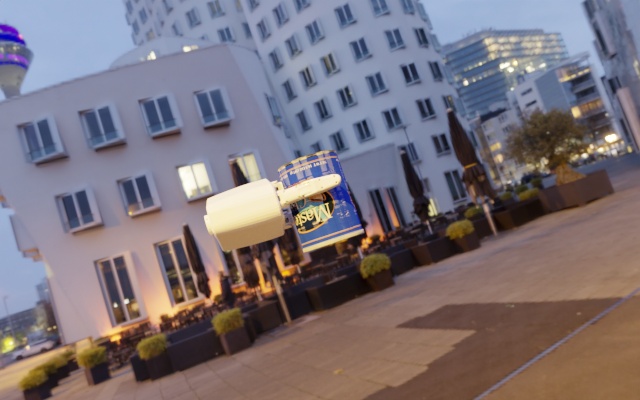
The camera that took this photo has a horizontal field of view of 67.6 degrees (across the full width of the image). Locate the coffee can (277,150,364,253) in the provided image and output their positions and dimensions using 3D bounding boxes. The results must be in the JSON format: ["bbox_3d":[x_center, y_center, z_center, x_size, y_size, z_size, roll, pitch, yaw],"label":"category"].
[{"bbox_3d":[0.000,0.003,0.772,0.103,0.140,0.103,-18,-5,-2],"label":"coffee can"}]
